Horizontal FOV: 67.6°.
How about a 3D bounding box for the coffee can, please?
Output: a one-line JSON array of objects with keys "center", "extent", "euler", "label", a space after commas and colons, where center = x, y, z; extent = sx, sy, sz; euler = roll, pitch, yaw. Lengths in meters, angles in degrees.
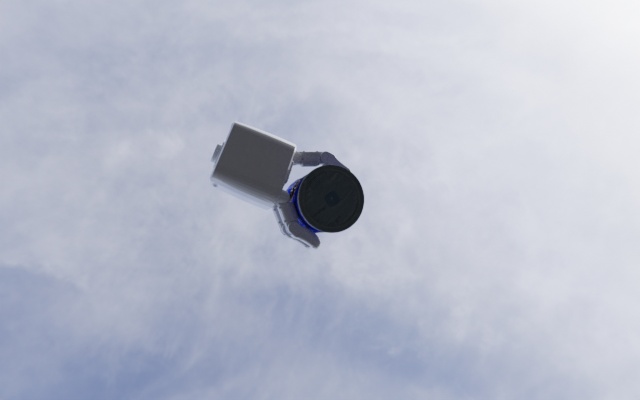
[{"center": [0.000, 0.003, 0.778], "extent": [0.103, 0.103, 0.140], "euler": [0, -5, -14], "label": "coffee can"}]
